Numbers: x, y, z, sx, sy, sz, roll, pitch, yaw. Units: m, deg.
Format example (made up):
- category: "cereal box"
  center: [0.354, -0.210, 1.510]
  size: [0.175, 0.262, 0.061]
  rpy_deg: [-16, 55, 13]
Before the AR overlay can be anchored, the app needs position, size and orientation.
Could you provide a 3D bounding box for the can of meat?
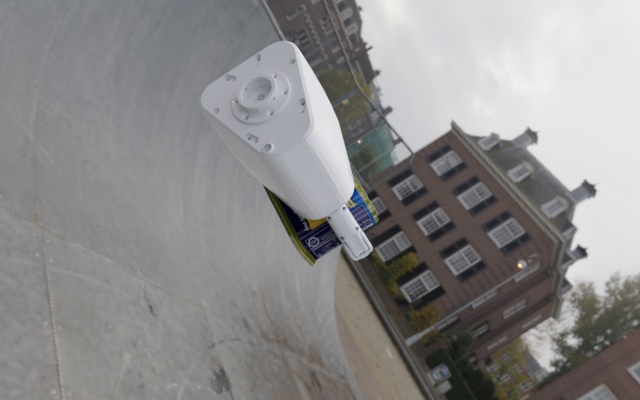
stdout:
- category: "can of meat"
  center: [0.000, 0.002, 0.491]
  size: [0.084, 0.102, 0.057]
  rpy_deg: [-32, -34, 2]
